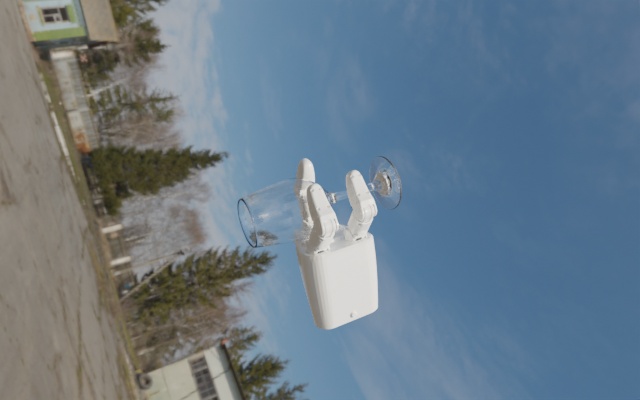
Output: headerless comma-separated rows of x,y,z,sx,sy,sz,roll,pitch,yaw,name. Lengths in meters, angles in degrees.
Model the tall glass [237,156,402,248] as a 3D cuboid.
0.001,0.002,0.606,0.201,0.079,0.079,-16,6,-23,tall glass
